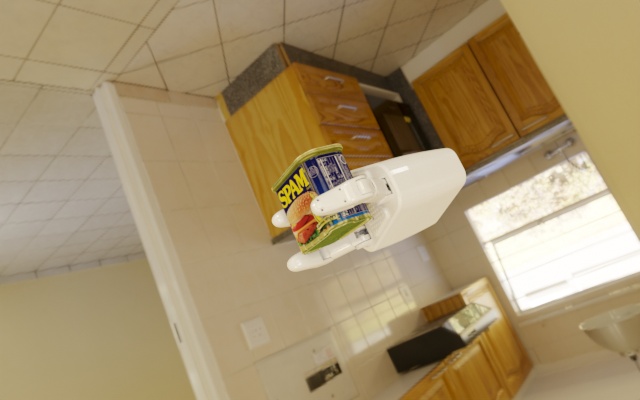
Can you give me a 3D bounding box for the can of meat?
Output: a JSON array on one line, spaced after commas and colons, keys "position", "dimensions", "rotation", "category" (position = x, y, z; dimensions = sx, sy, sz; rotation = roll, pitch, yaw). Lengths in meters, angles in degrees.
[{"position": [0.000, 0.002, 0.511], "dimensions": [0.057, 0.084, 0.102], "rotation": [-16, -15, -33], "category": "can of meat"}]
